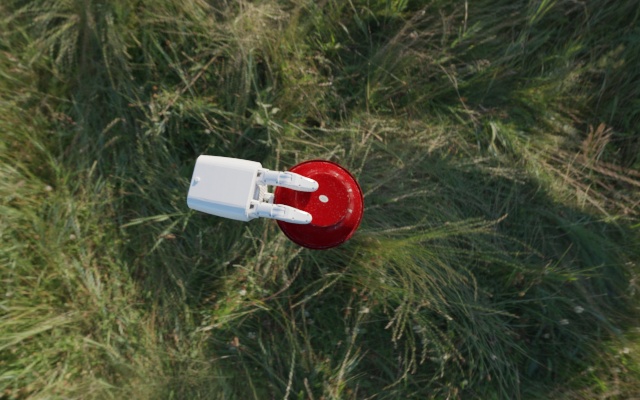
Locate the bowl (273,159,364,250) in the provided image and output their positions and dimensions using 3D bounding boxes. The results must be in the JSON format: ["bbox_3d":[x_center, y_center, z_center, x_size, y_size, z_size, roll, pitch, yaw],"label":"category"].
[{"bbox_3d":[0.002,0.003,0.815,0.162,0.162,0.055,0,-9,-7],"label":"bowl"}]
